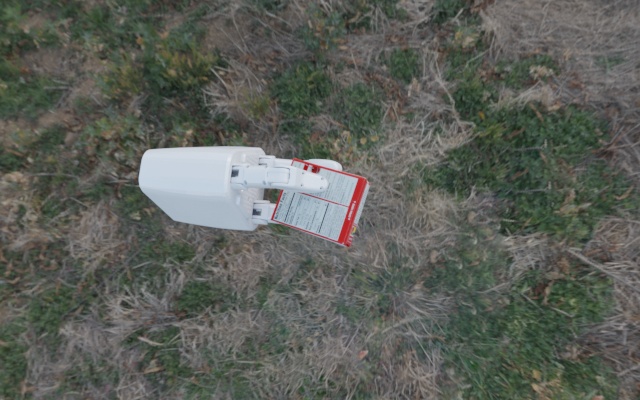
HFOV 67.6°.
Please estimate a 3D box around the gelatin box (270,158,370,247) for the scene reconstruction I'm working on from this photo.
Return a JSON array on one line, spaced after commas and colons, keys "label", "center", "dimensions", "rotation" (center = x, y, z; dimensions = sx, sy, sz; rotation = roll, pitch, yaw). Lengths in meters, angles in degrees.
[{"label": "gelatin box", "center": [0.000, 0.002, 0.513], "dimensions": [0.089, 0.073, 0.030], "rotation": [17, -6, 20]}]
